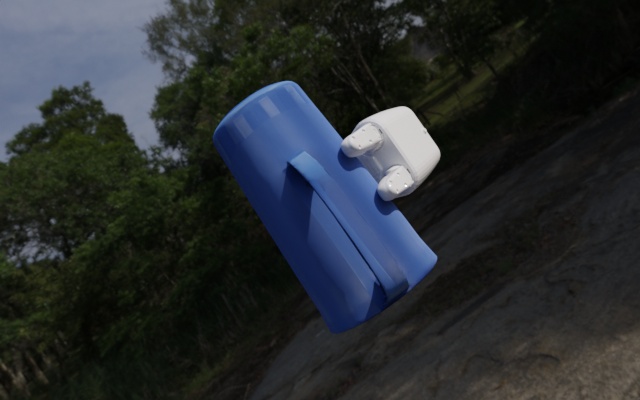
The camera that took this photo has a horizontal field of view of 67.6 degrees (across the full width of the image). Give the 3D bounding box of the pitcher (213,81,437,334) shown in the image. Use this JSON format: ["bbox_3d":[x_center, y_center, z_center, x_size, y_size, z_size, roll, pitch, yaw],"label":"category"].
[{"bbox_3d":[0.000,0.002,0.485,0.149,0.243,0.145,-37,-2,39],"label":"pitcher"}]
